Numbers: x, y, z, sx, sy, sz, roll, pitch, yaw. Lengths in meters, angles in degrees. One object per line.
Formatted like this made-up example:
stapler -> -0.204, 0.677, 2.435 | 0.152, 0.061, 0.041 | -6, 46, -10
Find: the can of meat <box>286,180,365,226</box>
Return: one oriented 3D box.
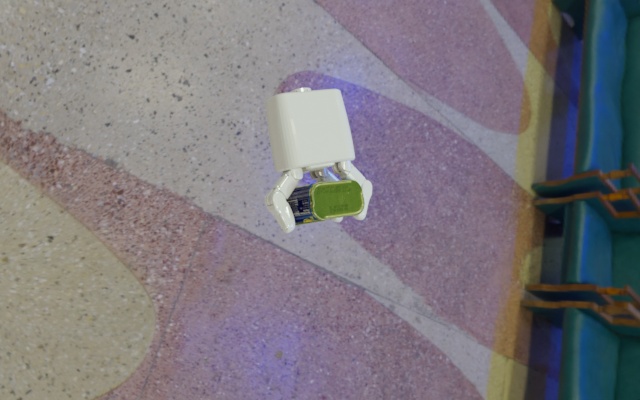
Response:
can of meat -> 0.000, 0.002, 0.686 | 0.102, 0.057, 0.084 | -7, -2, -40
